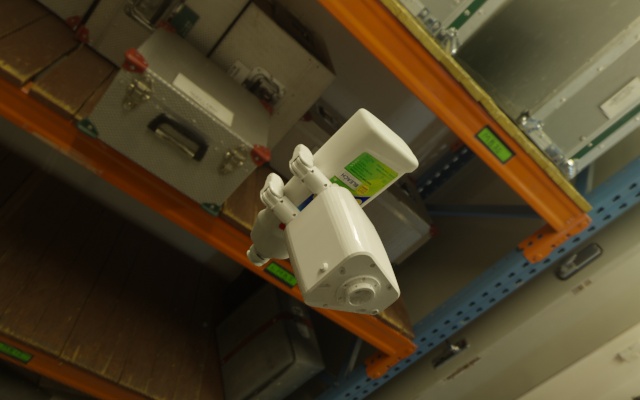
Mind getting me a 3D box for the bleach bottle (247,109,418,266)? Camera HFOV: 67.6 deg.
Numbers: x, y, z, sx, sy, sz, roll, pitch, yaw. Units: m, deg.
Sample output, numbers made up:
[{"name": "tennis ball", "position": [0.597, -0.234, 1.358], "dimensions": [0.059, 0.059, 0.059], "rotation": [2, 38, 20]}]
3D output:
[{"name": "bleach bottle", "position": [0.000, 0.002, 0.622], "dimensions": [0.102, 0.251, 0.068], "rotation": [31, 25, -35]}]
